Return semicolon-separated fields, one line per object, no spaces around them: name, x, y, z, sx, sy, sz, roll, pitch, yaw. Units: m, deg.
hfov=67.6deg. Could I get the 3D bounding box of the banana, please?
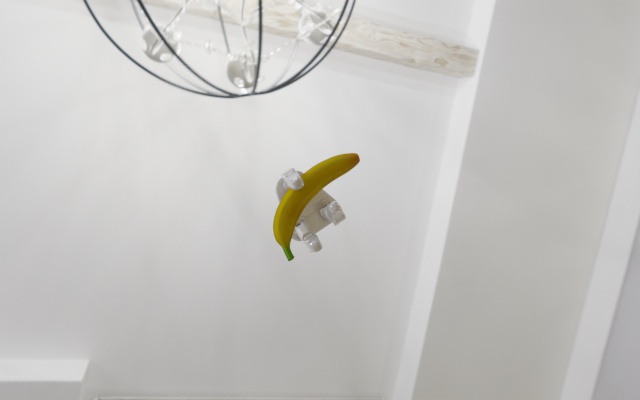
banana;-0.017;-0.005;0.741;0.069;0.198;0.037;33;-8;6
